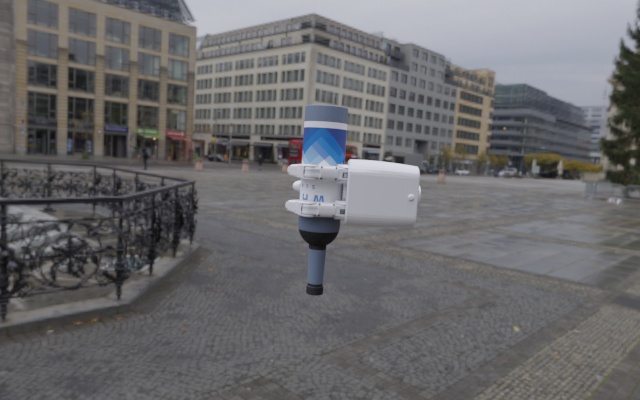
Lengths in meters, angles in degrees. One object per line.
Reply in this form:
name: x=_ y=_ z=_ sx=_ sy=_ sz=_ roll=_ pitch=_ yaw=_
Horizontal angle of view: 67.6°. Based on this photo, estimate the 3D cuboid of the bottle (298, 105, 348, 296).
bottle: x=0.000 y=0.002 z=0.750 sx=0.069 sy=0.296 sz=0.069 roll=4 pitch=6 yaw=0
